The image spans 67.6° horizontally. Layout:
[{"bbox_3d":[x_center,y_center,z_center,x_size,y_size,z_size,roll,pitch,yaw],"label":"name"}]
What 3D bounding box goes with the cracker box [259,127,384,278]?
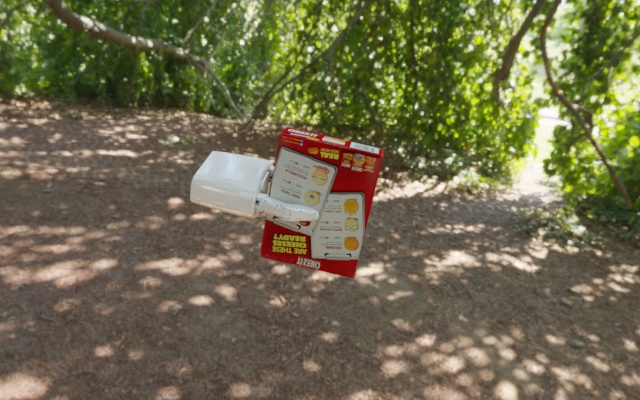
[{"bbox_3d":[0.000,0.002,0.782,0.164,0.214,0.072,13,19,4],"label":"cracker box"}]
